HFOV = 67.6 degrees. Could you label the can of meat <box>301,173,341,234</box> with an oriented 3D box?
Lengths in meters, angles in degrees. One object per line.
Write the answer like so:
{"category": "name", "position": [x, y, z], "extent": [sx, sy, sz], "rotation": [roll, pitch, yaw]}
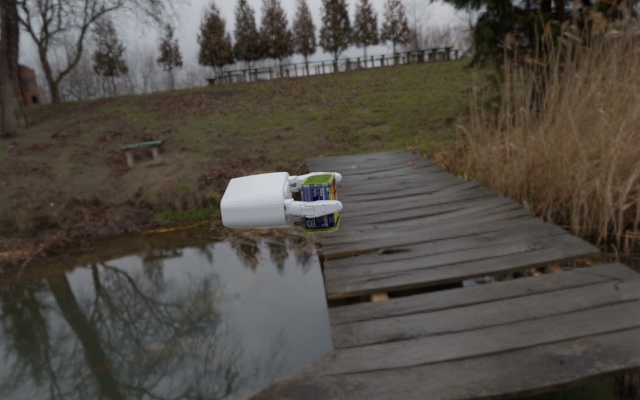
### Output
{"category": "can of meat", "position": [0.000, 0.002, 0.820], "extent": [0.057, 0.084, 0.102], "rotation": [-4, 12, 8]}
